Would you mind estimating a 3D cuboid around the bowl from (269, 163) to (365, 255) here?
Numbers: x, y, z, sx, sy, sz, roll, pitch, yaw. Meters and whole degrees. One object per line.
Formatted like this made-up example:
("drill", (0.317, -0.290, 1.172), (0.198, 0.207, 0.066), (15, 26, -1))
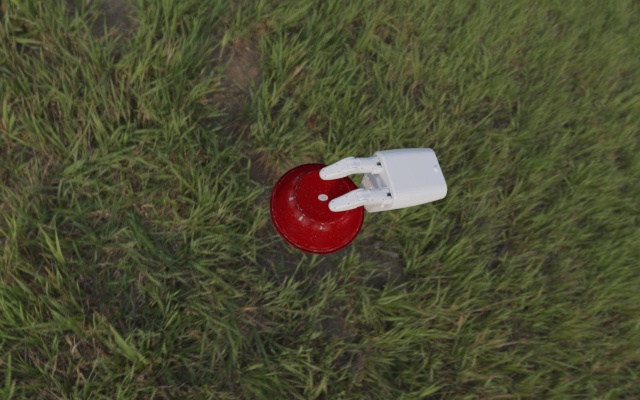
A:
("bowl", (-0.001, 0.003, 0.771), (0.162, 0.162, 0.055), (0, -21, -11))
